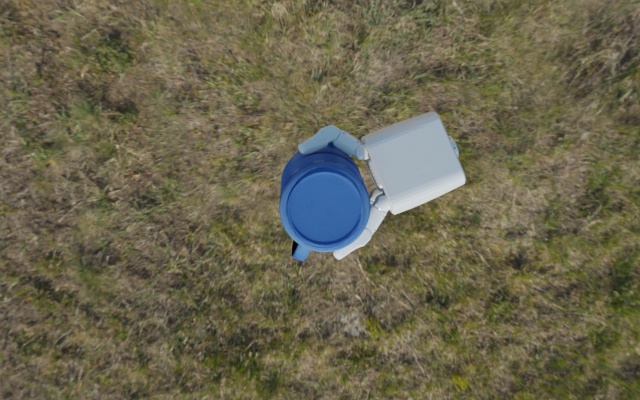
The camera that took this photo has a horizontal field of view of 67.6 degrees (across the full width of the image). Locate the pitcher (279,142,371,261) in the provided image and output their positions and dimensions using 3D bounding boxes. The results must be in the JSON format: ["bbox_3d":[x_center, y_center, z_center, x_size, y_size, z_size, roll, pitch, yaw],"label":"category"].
[{"bbox_3d":[0.000,0.002,0.671,0.145,0.149,0.243,-22,8,3],"label":"pitcher"}]
